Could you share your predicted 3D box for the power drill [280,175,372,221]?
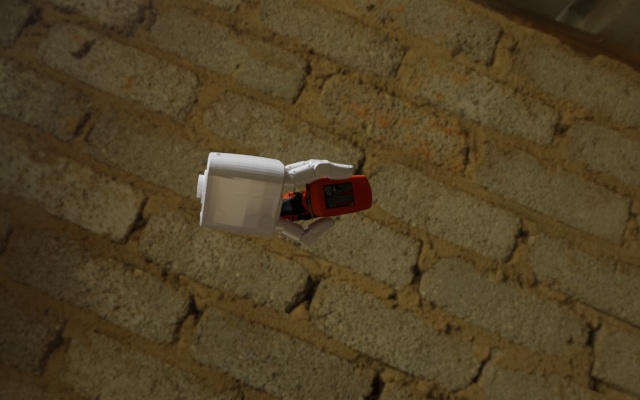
[{"bbox_3d":[0.000,0.002,0.779,0.184,0.057,0.188,-10,-3,-32],"label":"power drill"}]
